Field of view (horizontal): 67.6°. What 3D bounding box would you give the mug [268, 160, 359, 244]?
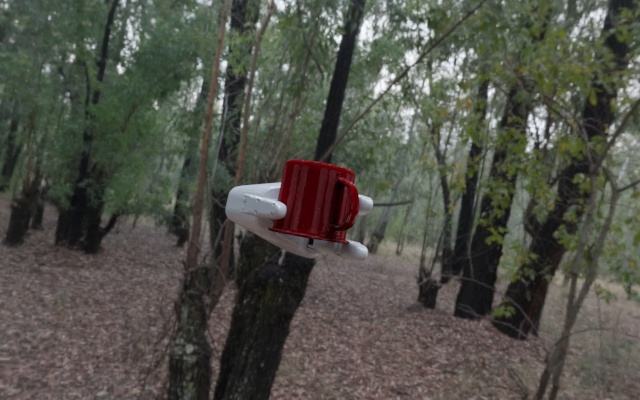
[{"bbox_3d":[0.001,0.002,0.528,0.093,0.081,0.117,12,-3,-35],"label":"mug"}]
